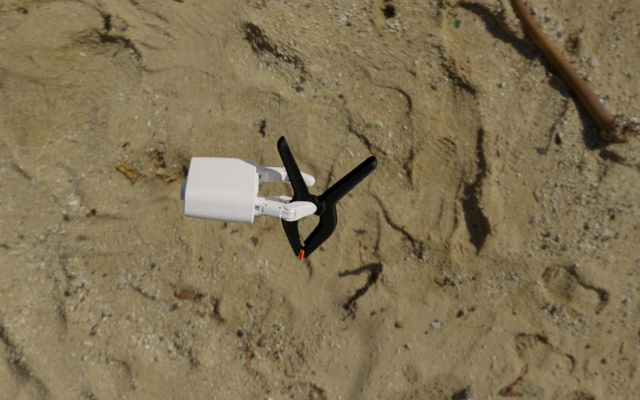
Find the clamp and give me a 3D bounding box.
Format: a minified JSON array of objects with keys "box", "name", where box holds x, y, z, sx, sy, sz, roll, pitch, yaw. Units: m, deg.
[{"box":[0.000,0.003,0.788,0.164,0.210,0.036,5,23,-10],"name":"clamp"}]
